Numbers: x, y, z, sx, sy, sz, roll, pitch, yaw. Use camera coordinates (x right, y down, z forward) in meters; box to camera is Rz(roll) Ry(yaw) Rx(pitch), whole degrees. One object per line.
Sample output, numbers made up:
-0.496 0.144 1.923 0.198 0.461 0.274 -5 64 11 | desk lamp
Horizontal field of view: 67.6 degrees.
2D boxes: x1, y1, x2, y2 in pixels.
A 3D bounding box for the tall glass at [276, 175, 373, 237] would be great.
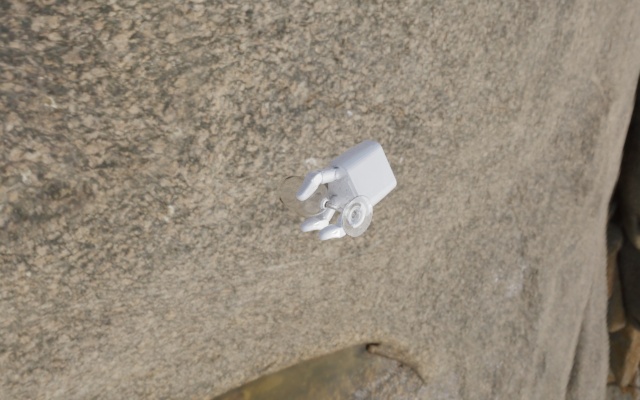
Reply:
0.000 0.003 0.894 0.079 0.079 0.201 0 14 -43 | tall glass
